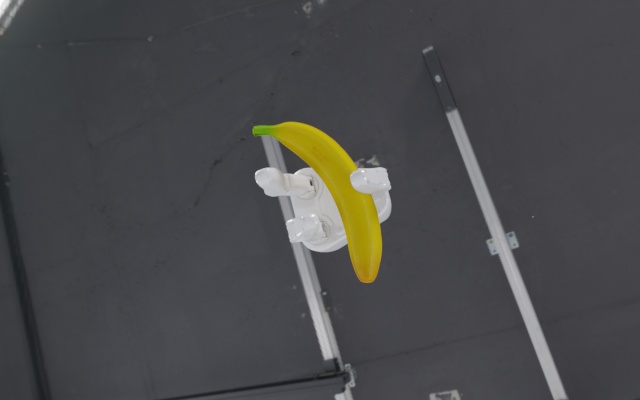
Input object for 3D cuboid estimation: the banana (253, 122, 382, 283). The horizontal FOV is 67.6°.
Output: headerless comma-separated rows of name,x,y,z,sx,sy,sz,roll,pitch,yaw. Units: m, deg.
banana,0.013,-0.012,0.491,0.069,0.198,0.037,-36,-10,-8
